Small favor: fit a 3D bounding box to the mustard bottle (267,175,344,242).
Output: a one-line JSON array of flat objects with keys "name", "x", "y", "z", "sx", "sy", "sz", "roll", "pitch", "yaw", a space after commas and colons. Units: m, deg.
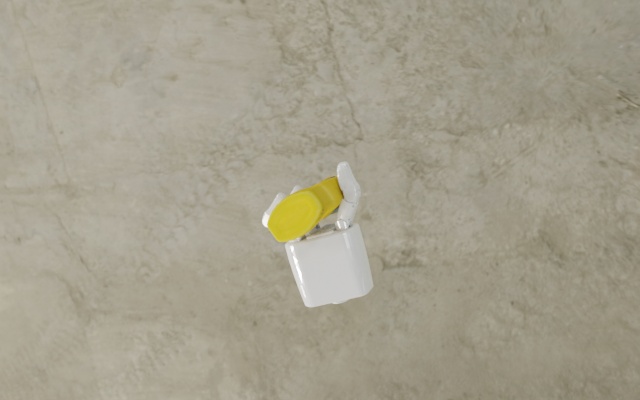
[{"name": "mustard bottle", "x": 0.000, "y": 0.002, "z": 0.741, "sx": 0.096, "sy": 0.058, "sz": 0.191, "roll": -40, "pitch": -5, "yaw": 27}]
